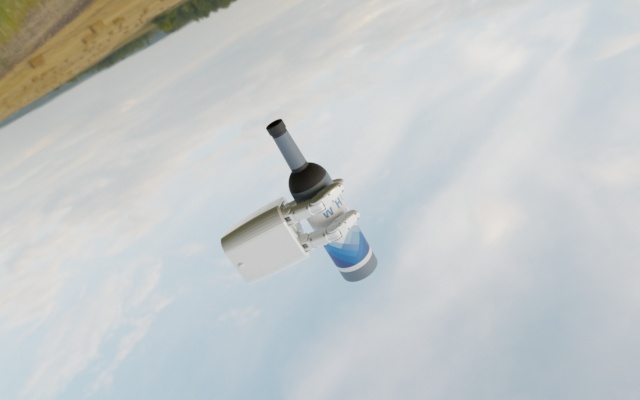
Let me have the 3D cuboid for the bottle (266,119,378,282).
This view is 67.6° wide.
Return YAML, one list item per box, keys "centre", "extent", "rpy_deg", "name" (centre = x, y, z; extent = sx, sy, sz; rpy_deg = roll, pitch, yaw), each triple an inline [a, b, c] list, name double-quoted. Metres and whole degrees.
- centre: [0.000, 0.003, 0.755]
  extent: [0.069, 0.296, 0.069]
  rpy_deg: [-24, 27, 13]
  name: "bottle"
